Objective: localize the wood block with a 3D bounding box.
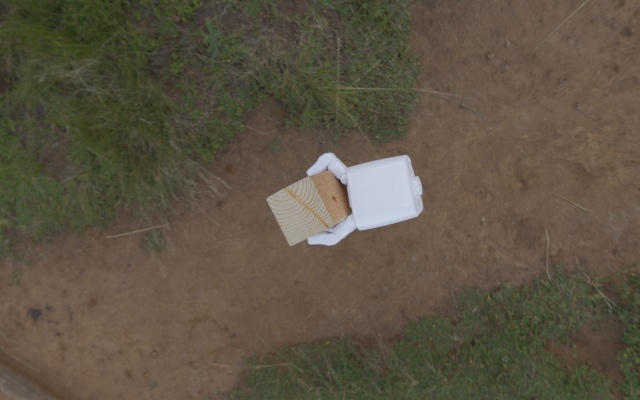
[{"bbox_3d":[0.000,0.002,0.862,0.090,0.091,0.206,-27,-1,21],"label":"wood block"}]
